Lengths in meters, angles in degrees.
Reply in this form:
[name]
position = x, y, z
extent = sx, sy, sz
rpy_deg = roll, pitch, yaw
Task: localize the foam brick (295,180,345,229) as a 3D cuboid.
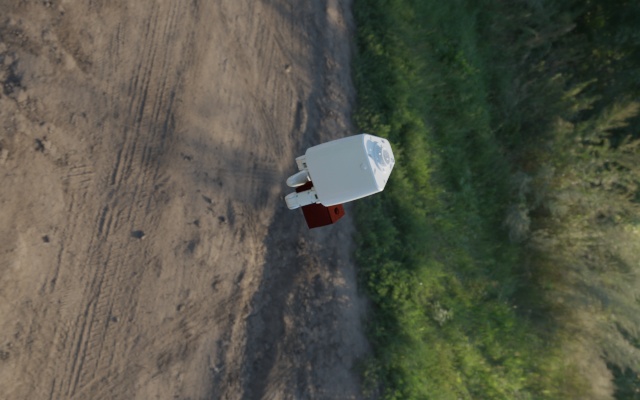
[foam brick]
position = 0.000, 0.003, 0.829
extent = 0.051, 0.078, 0.053
rpy_deg = -14, 10, 30
